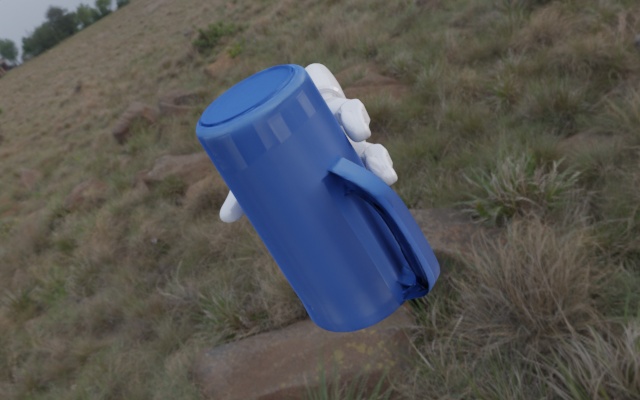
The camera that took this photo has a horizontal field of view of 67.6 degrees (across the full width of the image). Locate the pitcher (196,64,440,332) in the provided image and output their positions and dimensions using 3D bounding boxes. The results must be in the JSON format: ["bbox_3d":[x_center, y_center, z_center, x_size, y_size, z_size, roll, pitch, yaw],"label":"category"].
[{"bbox_3d":[0.000,0.001,0.449,0.149,0.243,0.145,-25,30,10],"label":"pitcher"}]
